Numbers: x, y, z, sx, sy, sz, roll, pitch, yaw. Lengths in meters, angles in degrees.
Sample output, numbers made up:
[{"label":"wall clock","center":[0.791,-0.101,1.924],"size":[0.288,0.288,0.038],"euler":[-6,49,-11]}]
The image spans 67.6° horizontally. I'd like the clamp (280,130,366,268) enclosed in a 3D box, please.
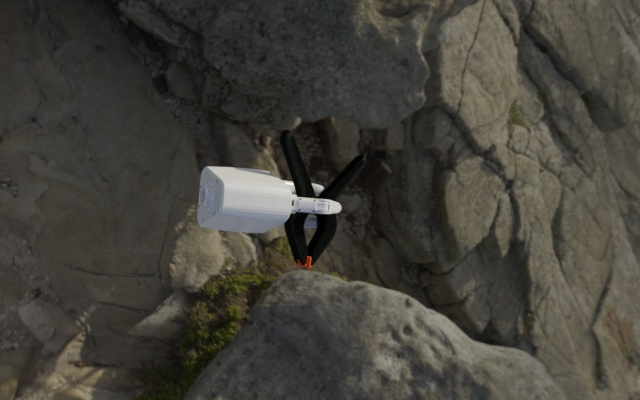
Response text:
[{"label":"clamp","center":[0.000,0.003,0.768],"size":[0.164,0.210,0.036],"euler":[5,-1,-33]}]
